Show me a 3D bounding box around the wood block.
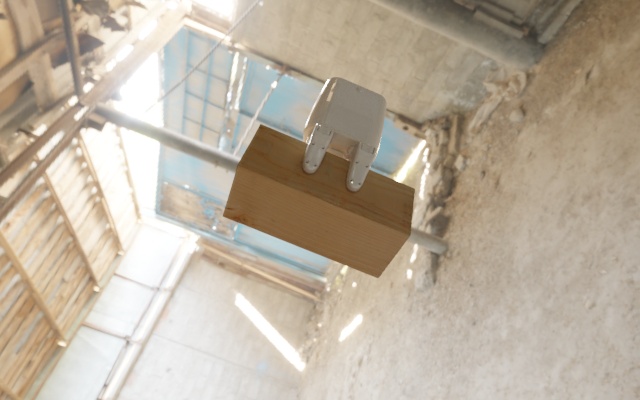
[{"bbox_3d":[0.000,0.002,0.584,0.206,0.091,0.090,22,43,-5],"label":"wood block"}]
